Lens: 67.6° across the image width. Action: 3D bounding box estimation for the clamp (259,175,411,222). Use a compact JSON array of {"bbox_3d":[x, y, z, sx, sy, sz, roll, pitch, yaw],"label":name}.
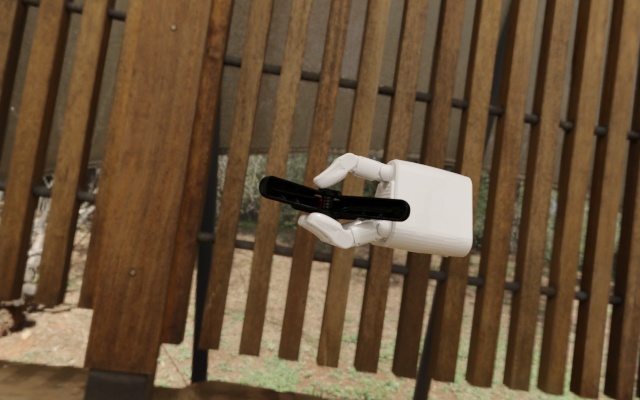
[{"bbox_3d":[0.000,0.001,0.594,0.164,0.036,0.210,12,-5,-10],"label":"clamp"}]
